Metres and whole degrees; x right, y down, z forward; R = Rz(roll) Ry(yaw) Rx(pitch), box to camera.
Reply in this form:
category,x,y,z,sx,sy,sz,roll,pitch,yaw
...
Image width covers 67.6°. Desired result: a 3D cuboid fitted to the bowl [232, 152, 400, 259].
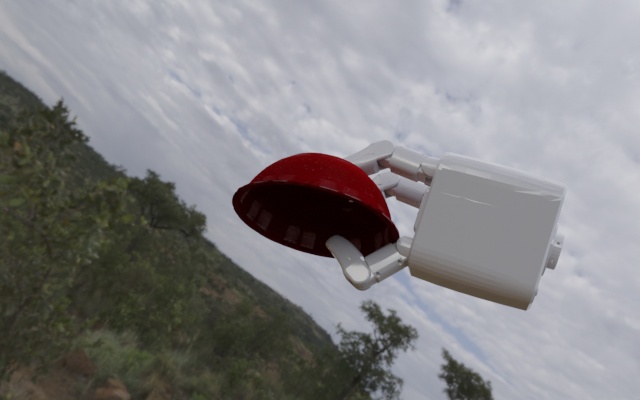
category,x,y,z,sx,sy,sz,roll,pitch,yaw
bowl,-0.001,0.001,0.462,0.162,0.055,0.162,11,-26,6
